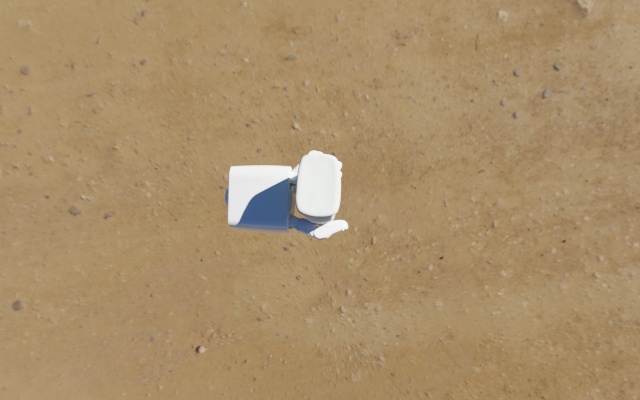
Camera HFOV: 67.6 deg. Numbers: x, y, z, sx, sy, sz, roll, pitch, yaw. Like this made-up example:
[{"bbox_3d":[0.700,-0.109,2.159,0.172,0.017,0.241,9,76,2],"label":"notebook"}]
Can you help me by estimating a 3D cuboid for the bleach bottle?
[{"bbox_3d":[0.000,0.003,0.833,0.068,0.102,0.251,2,-13,2],"label":"bleach bottle"}]
